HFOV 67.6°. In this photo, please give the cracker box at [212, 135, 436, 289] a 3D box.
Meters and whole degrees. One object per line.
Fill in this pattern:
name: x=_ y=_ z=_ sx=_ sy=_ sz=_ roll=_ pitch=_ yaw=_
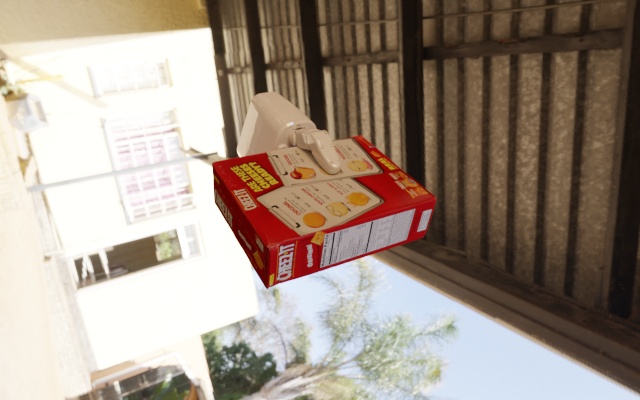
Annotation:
cracker box: x=0.000 y=0.002 z=0.571 sx=0.213 sy=0.072 sz=0.164 roll=-15 pitch=41 yaw=-26
